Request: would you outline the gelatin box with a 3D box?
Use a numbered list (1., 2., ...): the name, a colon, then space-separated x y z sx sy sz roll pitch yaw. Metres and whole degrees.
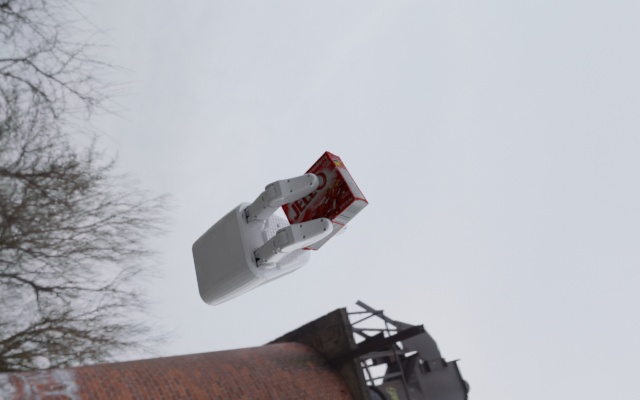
1. gelatin box: 0.001 0.002 0.535 0.089 0.073 0.030 -44 -34 23
